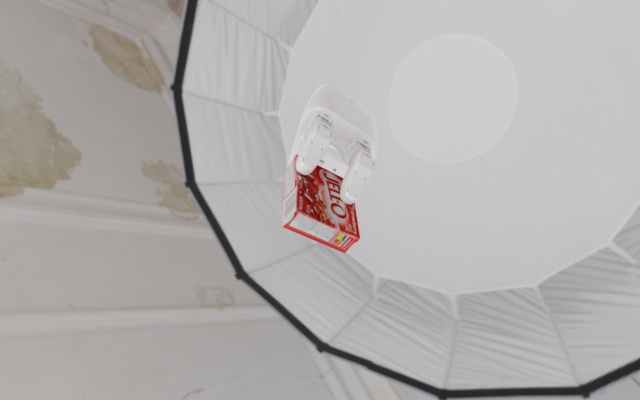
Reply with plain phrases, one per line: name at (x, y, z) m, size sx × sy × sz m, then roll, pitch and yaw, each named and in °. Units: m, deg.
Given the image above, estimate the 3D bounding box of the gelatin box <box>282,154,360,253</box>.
gelatin box at (0.000, 0.002, 0.484) m, size 0.073 × 0.089 × 0.030 m, roll 25°, pitch -54°, yaw -23°
